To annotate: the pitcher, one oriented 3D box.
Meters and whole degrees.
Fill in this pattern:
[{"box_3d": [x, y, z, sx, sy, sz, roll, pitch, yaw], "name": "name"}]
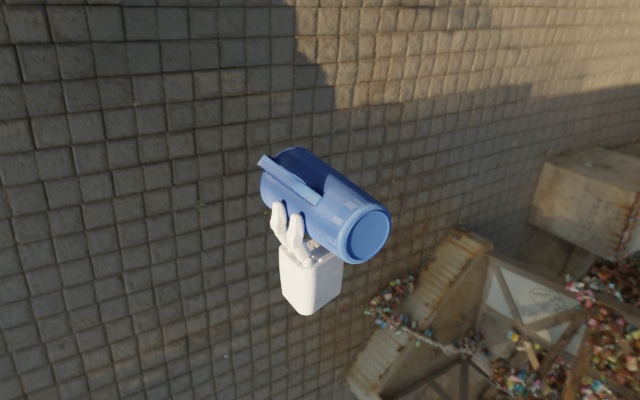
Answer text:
[{"box_3d": [0.000, 0.003, 0.821, 0.149, 0.145, 0.242, -17, 33, -29], "name": "pitcher"}]
